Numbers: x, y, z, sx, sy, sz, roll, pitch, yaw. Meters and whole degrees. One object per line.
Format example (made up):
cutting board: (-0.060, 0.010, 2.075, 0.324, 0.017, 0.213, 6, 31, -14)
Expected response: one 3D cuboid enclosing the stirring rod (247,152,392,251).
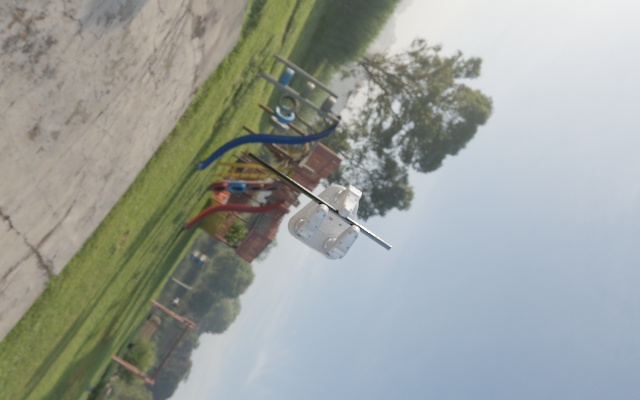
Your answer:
stirring rod: (0.000, 0.002, 0.673, 0.239, 0.011, 0.011, 34, -4, -6)
